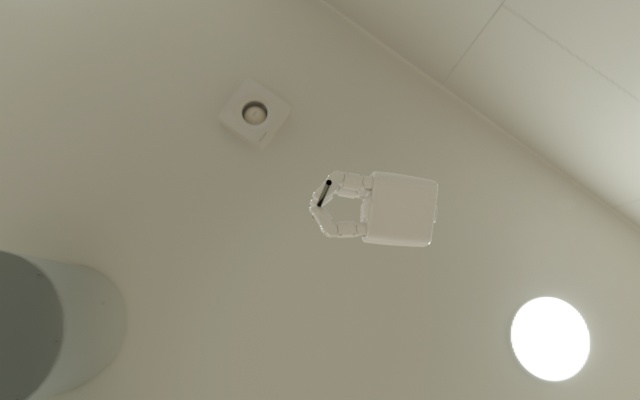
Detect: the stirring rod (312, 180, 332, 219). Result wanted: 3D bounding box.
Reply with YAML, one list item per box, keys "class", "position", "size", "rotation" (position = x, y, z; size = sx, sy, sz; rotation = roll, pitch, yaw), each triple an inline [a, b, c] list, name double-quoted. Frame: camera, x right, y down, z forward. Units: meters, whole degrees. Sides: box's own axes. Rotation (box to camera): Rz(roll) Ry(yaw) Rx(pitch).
- class: "stirring rod"
  position: [0.000, 0.002, 0.750]
  size: [0.011, 0.011, 0.239]
  rotation: [0, -13, -5]
